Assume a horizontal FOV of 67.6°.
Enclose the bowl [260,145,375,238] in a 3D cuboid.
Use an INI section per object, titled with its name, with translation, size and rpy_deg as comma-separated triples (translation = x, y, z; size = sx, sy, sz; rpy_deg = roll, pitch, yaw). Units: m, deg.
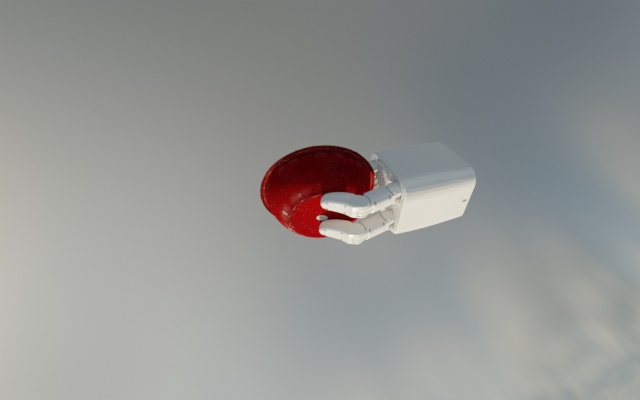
[bowl]
translation = -0.001, 0.003, 0.649
size = 0.162, 0.055, 0.162
rpy_deg = -6, -41, -5
